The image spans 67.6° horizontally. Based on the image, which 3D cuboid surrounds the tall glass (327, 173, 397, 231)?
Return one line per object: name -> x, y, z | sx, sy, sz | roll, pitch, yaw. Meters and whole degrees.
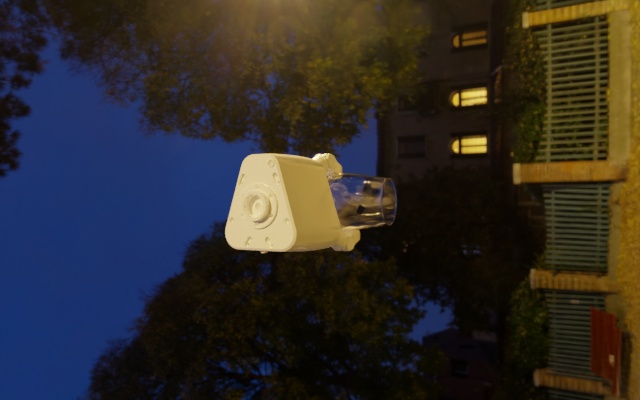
tall glass -> 0.000, 0.002, 0.656 | 0.201, 0.079, 0.079 | 0, 0, 27
